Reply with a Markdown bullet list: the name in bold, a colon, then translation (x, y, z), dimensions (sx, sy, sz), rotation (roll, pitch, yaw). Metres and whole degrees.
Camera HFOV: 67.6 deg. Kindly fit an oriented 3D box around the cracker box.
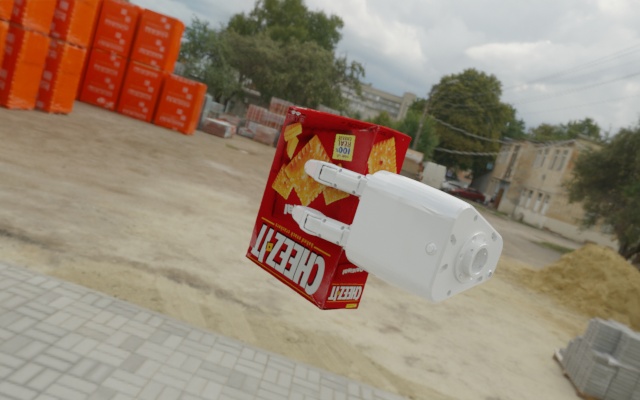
- **cracker box**: translation (0.000, 0.002, 0.588), dimensions (0.072, 0.214, 0.164), rotation (11, 10, -44)
